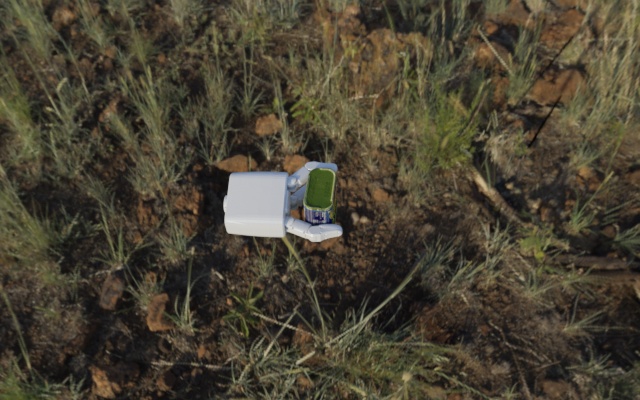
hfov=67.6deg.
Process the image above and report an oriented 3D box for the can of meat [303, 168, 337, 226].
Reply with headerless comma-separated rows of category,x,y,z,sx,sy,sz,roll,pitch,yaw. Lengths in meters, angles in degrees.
can of meat,0.000,0.003,0.869,0.057,0.102,0.084,4,-38,5
